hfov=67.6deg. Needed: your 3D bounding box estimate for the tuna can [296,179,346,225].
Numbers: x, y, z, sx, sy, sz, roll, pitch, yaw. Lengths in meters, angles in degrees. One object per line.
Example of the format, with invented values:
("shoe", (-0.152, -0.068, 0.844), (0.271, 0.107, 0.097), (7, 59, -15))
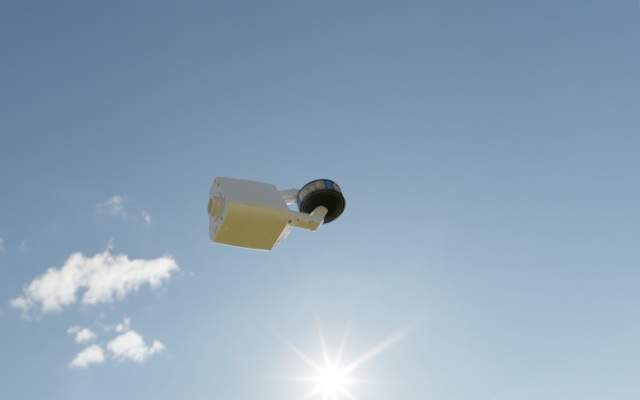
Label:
("tuna can", (0.000, 0.002, 0.862), (0.086, 0.086, 0.033), (0, 42, -18))
